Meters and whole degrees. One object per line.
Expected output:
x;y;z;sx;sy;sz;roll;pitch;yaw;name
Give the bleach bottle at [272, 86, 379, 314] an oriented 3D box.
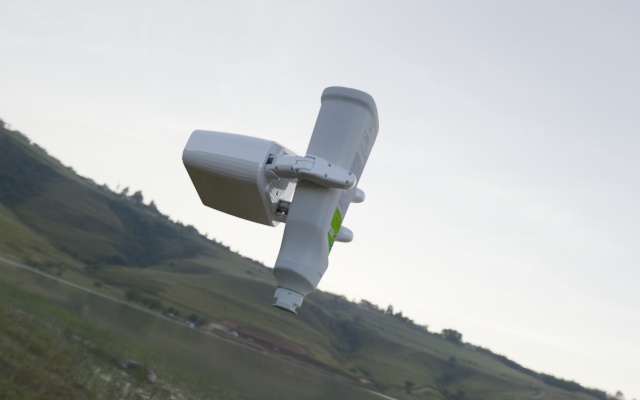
0.000;0.002;0.543;0.068;0.250;0.103;14;-20;18;bleach bottle
